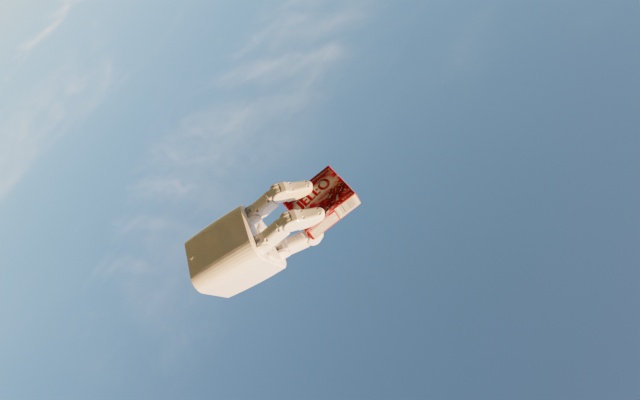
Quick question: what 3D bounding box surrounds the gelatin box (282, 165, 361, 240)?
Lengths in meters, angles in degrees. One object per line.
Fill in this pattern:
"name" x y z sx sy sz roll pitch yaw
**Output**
"gelatin box" 0.001 0.002 0.682 0.073 0.089 0.030 49 -5 40
